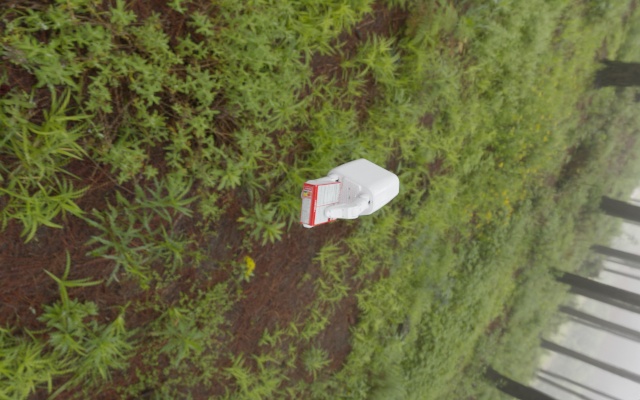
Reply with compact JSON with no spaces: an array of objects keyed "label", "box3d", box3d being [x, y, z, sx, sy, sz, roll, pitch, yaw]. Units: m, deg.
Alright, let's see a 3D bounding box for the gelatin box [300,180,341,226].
[{"label":"gelatin box","box3d":[0.000,0.003,0.857,0.030,0.073,0.089,13,12,30]}]
